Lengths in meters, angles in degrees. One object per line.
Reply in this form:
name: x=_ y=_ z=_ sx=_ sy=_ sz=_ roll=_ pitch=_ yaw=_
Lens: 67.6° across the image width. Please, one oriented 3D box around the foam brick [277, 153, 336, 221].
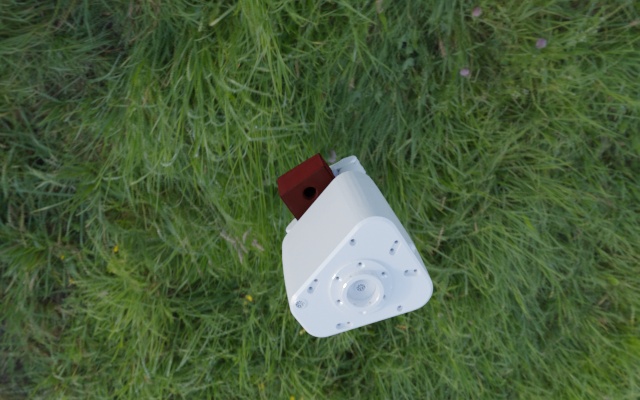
foam brick: x=0.000 y=0.001 z=0.478 sx=0.053 sy=0.078 sz=0.051 roll=-33 pitch=20 yaw=7
